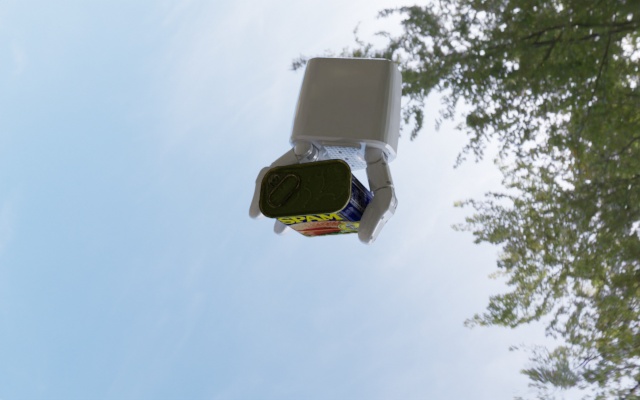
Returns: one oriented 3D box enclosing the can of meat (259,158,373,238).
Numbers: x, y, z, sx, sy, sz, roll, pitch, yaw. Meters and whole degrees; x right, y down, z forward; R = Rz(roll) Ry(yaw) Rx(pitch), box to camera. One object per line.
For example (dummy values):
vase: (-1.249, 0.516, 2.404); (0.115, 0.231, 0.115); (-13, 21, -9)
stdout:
can of meat: (0.000, 0.002, 0.509); (0.102, 0.057, 0.084); (-6, -22, 25)
